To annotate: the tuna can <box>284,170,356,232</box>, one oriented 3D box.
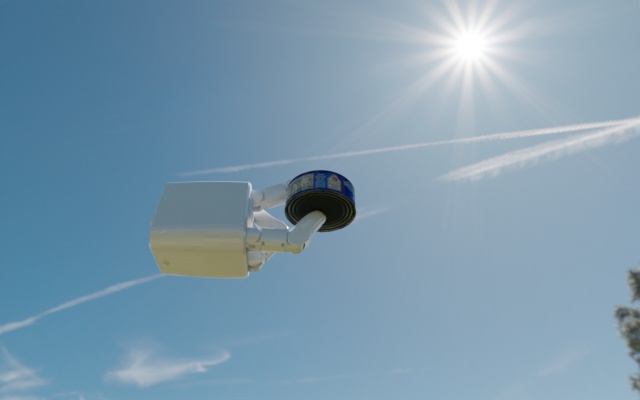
[{"bbox_3d":[0.000,0.001,0.579,0.086,0.033,0.086,1,-37,1],"label":"tuna can"}]
